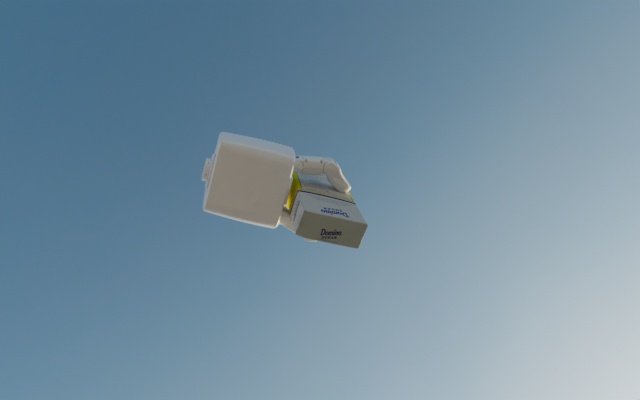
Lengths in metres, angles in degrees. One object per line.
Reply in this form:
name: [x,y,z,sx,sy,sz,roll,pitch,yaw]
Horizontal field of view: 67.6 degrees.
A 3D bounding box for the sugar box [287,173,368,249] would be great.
sugar box: [0.000,0.003,0.699,0.093,0.048,0.176,13,25,-16]
